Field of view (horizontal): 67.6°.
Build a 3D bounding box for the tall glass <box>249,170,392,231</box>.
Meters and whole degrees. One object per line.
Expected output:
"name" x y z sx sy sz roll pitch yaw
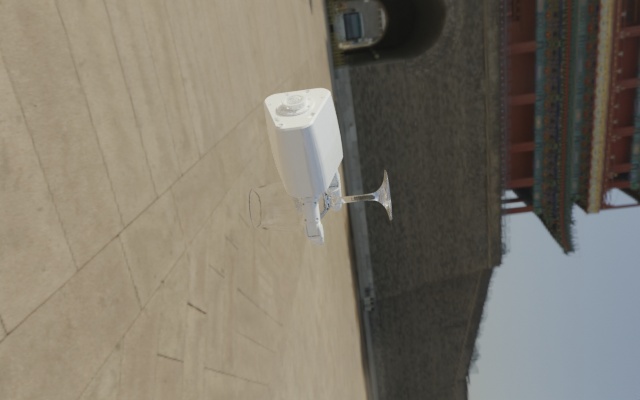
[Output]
"tall glass" 0.001 0.002 0.699 0.201 0.079 0.079 -6 -1 6
